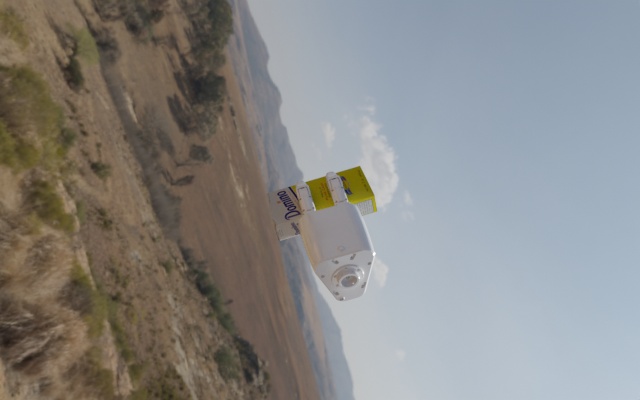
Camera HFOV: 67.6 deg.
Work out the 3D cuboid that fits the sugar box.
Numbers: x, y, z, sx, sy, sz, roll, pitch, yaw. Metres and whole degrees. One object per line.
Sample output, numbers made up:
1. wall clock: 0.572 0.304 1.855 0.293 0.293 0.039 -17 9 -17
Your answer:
1. sugar box: 0.000 0.002 0.831 0.176 0.048 0.093 -15 40 -4
